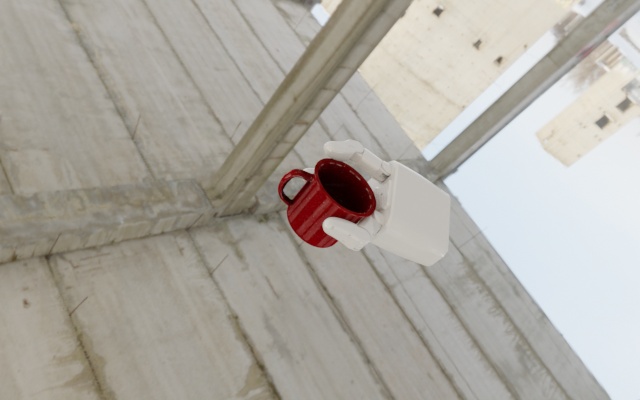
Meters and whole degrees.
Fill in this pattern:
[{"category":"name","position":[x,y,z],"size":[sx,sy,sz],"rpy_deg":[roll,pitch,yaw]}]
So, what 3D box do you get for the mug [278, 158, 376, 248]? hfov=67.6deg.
[{"category":"mug","position":[-0.001,0.002,0.604],"size":[0.117,0.093,0.081],"rpy_deg":[27,-53,-21]}]
